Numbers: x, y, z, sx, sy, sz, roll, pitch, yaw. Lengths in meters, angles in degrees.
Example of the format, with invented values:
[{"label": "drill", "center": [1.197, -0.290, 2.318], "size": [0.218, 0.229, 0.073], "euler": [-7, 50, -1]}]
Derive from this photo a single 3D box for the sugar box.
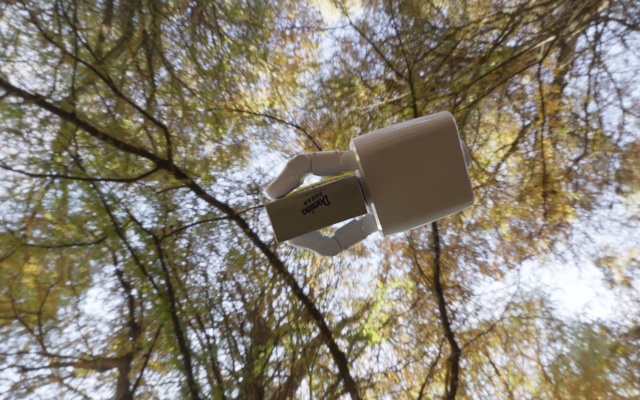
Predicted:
[{"label": "sugar box", "center": [0.000, 0.001, 0.531], "size": [0.093, 0.048, 0.176], "euler": [-19, 0, 3]}]
